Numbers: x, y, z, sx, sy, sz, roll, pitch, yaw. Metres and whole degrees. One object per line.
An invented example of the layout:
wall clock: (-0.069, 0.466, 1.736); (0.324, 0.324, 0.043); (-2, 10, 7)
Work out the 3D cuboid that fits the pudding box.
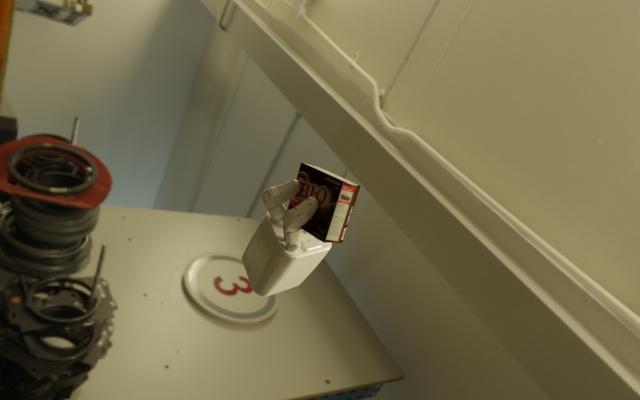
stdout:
pudding box: (0.000, 0.002, 0.693); (0.039, 0.090, 0.113); (9, 11, -39)
